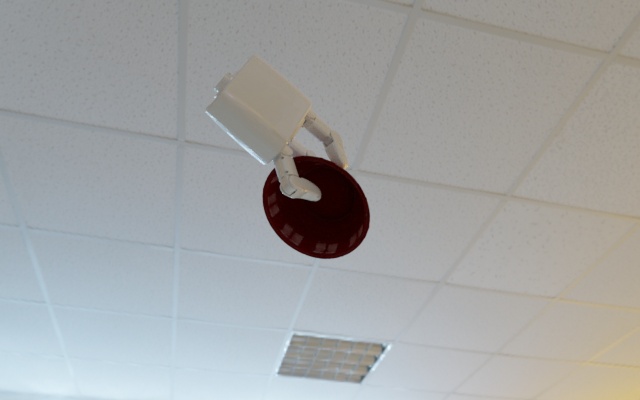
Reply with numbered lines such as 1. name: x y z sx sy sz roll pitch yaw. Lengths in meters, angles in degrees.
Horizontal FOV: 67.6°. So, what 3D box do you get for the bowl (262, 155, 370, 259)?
1. bowl: 0.001 0.003 0.687 0.162 0.162 0.055 0 26 23
